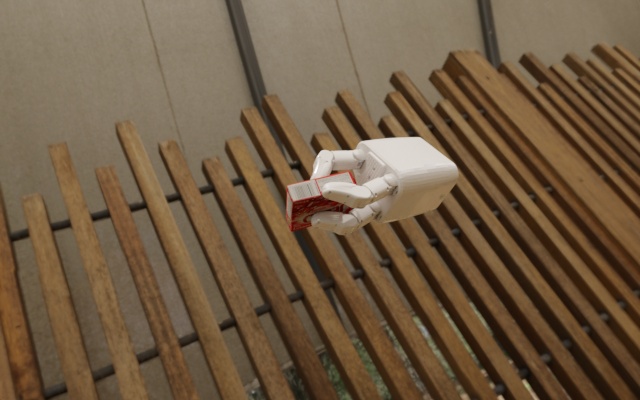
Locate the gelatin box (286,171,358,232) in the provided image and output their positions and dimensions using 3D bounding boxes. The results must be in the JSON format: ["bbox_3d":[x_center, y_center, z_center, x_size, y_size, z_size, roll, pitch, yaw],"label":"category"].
[{"bbox_3d":[0.000,0.002,0.629,0.089,0.030,0.073,-14,-31,-15],"label":"gelatin box"}]
